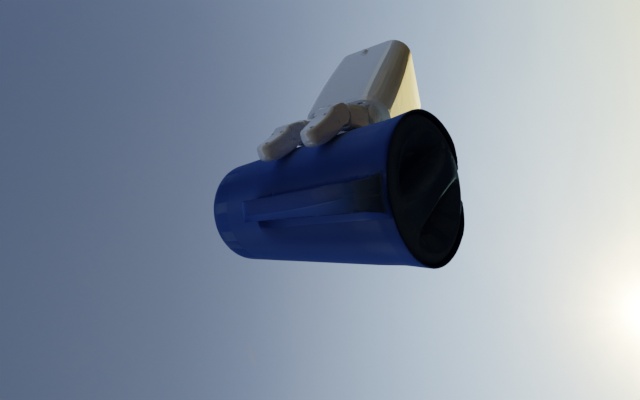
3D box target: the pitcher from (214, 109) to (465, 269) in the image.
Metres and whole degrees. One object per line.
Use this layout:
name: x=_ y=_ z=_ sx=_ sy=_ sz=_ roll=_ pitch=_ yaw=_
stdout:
pitcher: x=0.000 y=0.001 z=0.463 sx=0.243 sy=0.145 sz=0.149 roll=-8 pitch=-45 yaw=40
